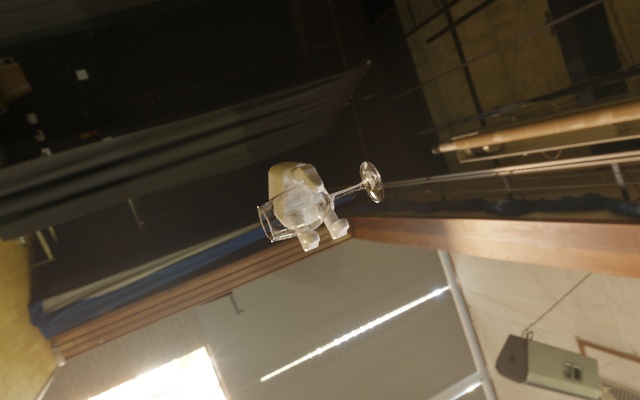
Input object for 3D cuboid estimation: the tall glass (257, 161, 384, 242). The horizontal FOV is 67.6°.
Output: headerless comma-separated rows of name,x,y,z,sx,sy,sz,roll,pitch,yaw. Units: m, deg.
tall glass,0.001,0.002,0.787,0.201,0.079,0.079,-21,7,-18
